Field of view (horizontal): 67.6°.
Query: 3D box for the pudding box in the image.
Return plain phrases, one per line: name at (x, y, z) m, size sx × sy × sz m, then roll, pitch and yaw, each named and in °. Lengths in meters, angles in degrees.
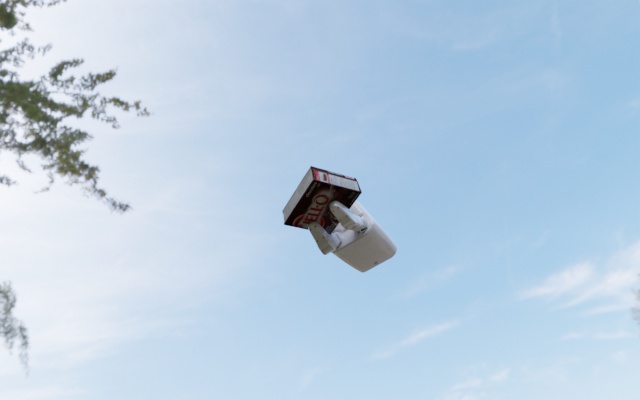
pudding box at (0.000, 0.002, 0.787) m, size 0.090 × 0.039 × 0.113 m, roll 13°, pitch -51°, yaw -27°
